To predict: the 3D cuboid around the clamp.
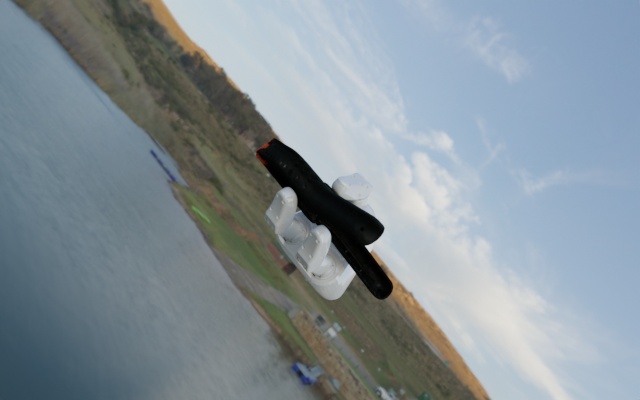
[{"bbox_3d":[0.000,0.001,0.485,0.036,0.210,0.165,-38,-22,-11],"label":"clamp"}]
